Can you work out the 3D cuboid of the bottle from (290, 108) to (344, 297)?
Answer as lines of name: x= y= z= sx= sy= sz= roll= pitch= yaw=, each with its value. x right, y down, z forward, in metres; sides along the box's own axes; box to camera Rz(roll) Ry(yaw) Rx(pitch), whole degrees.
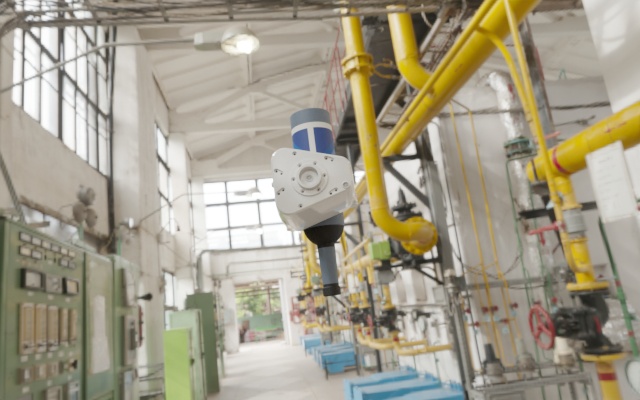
bottle: x=0.000 y=0.002 z=0.759 sx=0.069 sy=0.295 sz=0.069 roll=-7 pitch=-13 yaw=-2
